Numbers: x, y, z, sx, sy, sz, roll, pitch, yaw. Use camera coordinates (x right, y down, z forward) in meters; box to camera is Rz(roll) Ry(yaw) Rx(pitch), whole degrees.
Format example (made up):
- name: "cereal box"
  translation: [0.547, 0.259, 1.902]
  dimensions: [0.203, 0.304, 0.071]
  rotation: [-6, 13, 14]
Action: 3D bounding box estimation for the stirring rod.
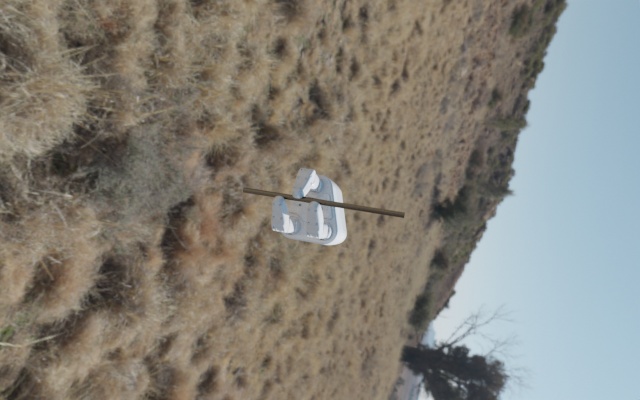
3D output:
- name: "stirring rod"
  translation: [0.000, 0.002, 0.686]
  dimensions: [0.239, 0.011, 0.011]
  rotation: [9, 2, 15]
